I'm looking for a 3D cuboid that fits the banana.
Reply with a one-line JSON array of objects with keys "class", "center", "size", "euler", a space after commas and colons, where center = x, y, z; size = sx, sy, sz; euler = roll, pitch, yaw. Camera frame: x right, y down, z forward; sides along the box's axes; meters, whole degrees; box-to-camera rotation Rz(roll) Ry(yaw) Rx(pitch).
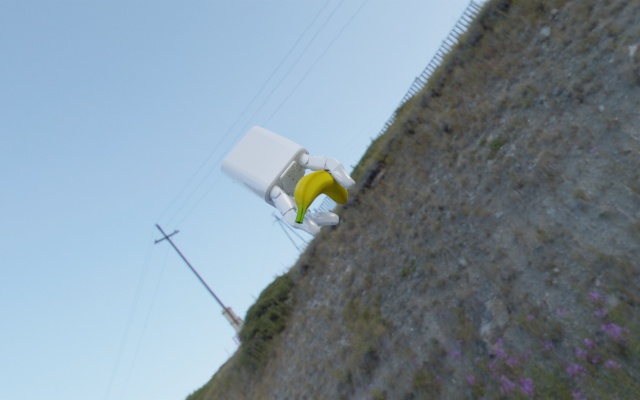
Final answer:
[{"class": "banana", "center": [0.002, -0.015, 0.772], "size": [0.037, 0.070, 0.198], "euler": [14, 14, 22]}]
